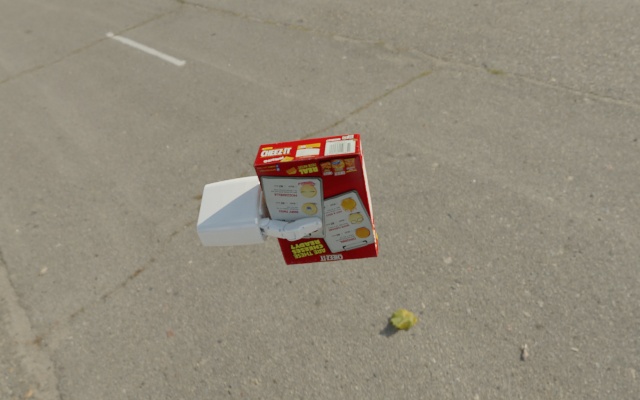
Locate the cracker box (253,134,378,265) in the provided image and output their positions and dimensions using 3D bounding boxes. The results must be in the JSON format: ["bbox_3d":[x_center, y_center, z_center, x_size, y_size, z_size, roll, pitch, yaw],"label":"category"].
[{"bbox_3d":[0.000,0.003,0.784,0.164,0.214,0.072,-6,38,10],"label":"cracker box"}]
